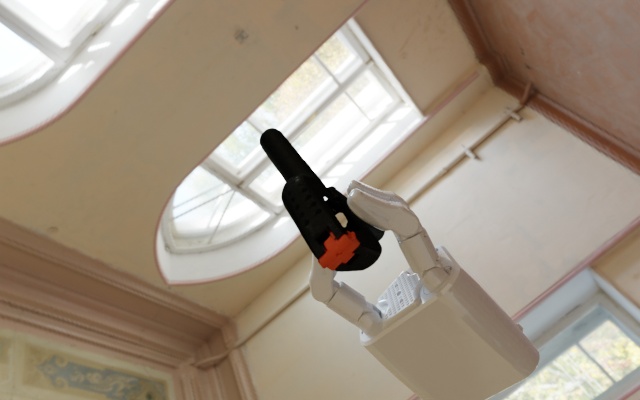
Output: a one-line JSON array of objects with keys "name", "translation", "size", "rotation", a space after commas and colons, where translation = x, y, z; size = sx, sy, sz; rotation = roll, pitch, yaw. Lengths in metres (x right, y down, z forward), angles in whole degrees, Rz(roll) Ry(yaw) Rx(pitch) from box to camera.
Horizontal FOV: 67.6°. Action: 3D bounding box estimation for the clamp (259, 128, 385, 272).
[{"name": "clamp", "translation": [0.000, 0.002, 0.409], "size": [0.164, 0.036, 0.210], "rotation": [41, 10, -5]}]
